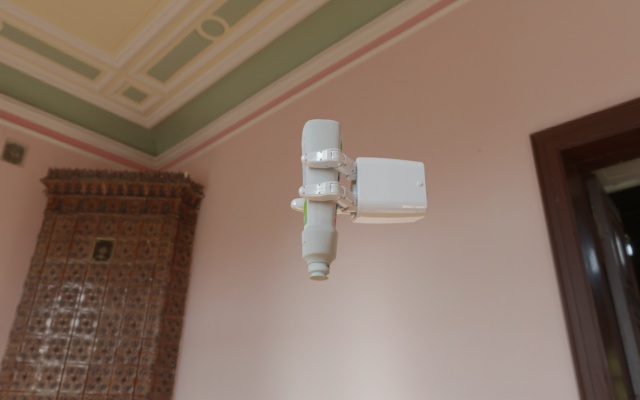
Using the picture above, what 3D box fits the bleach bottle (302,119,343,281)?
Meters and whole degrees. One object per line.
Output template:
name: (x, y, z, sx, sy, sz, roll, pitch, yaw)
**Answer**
bleach bottle: (0.000, 0.002, 0.750, 0.068, 0.250, 0.103, 2, -25, -1)
